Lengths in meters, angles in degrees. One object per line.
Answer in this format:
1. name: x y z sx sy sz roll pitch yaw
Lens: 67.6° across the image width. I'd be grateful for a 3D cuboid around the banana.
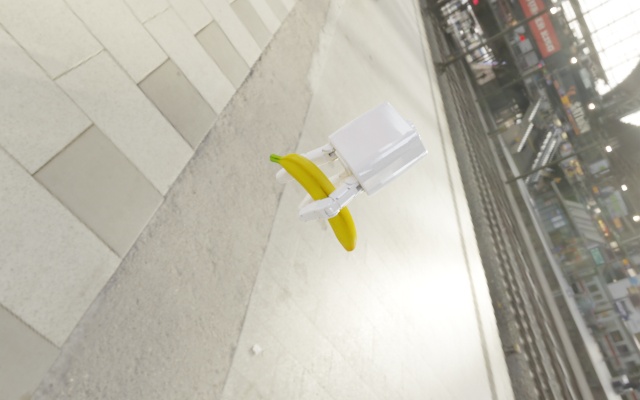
1. banana: 0.005 -0.001 0.715 0.037 0.198 0.069 -42 13 -18
